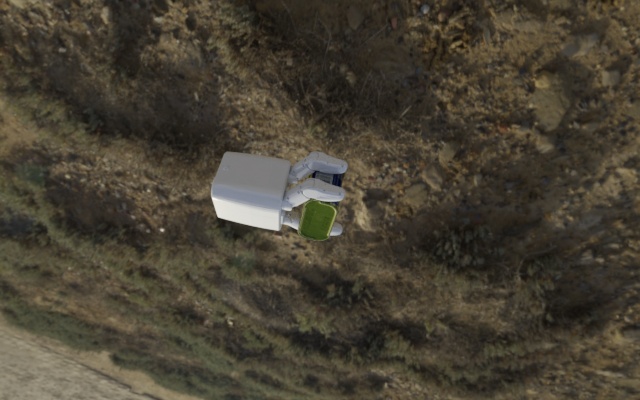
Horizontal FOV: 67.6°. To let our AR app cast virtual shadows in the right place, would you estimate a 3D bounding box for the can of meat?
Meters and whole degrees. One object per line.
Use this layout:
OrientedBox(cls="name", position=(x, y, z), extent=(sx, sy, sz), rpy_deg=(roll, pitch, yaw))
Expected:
OrientedBox(cls="can of meat", position=(0.000, 0.003, 0.751), extent=(0.057, 0.084, 0.102), rpy_deg=(13, -41, -3))
